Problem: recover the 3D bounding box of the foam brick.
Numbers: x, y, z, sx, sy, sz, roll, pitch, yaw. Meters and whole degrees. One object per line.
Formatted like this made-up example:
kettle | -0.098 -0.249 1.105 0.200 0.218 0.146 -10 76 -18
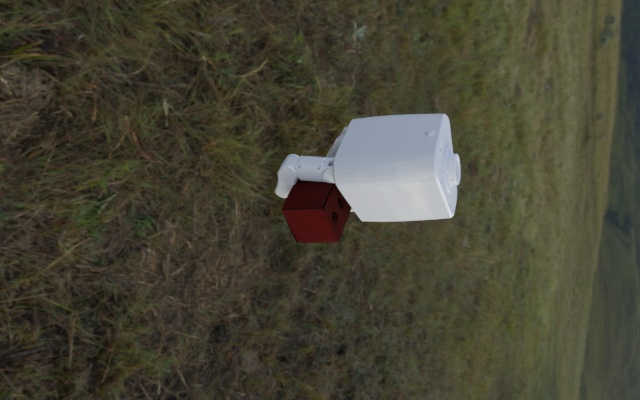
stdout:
foam brick | 0.000 0.002 0.528 0.051 0.053 0.078 0 44 25
